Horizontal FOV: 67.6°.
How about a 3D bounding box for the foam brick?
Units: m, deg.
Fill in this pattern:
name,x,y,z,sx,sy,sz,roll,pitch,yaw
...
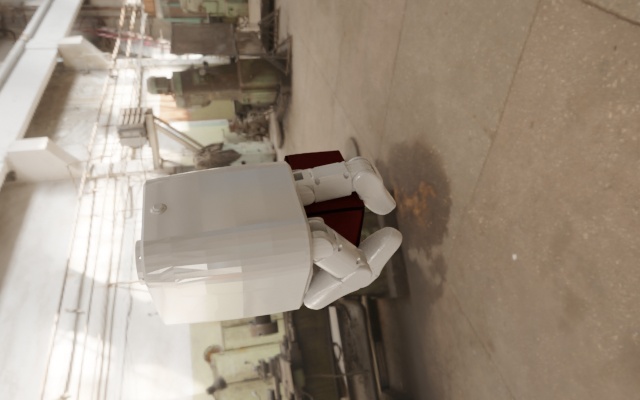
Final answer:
name,x,y,z,sx,sy,sz,roll,pitch,yaw
foam brick,0.000,0.001,0.405,0.051,0.053,0.078,-7,42,-12
